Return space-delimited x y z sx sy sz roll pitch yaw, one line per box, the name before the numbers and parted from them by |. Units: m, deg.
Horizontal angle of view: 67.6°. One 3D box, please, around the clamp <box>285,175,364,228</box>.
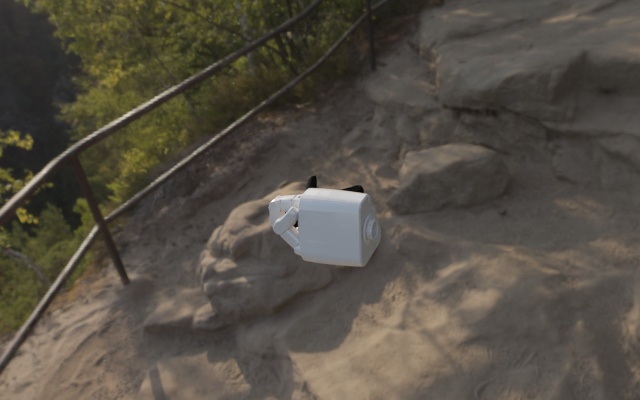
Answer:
clamp | 0.000 0.002 0.864 0.120 0.039 0.171 3 31 28
